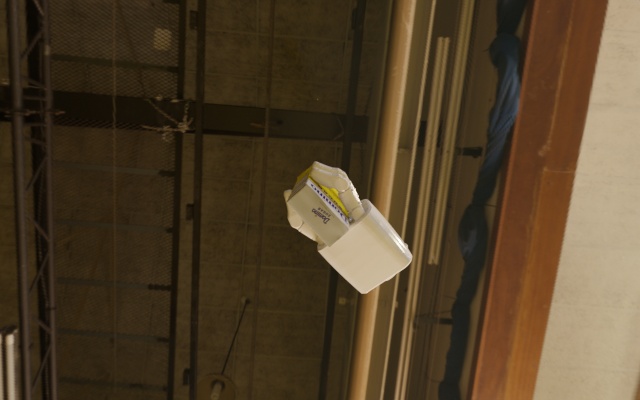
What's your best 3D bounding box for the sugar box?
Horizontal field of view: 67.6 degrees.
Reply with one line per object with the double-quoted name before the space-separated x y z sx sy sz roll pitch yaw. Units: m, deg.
"sugar box" 0.001 0.002 0.745 0.048 0.093 0.176 -42 9 8
